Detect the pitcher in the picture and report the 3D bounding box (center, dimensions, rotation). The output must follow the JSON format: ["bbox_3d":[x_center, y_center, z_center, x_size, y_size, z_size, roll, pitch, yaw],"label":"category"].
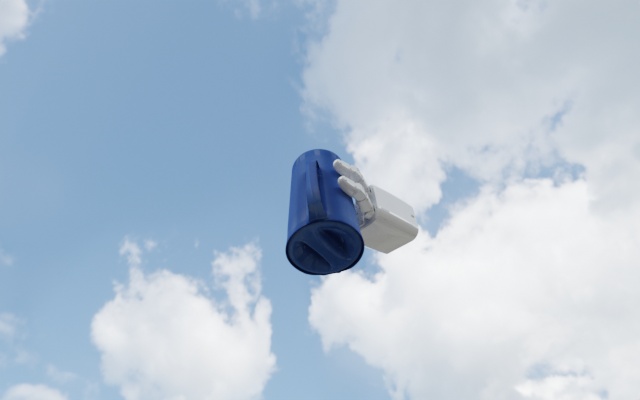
[{"bbox_3d":[0.000,0.003,0.881,0.145,0.149,0.242,25,34,-23],"label":"pitcher"}]
